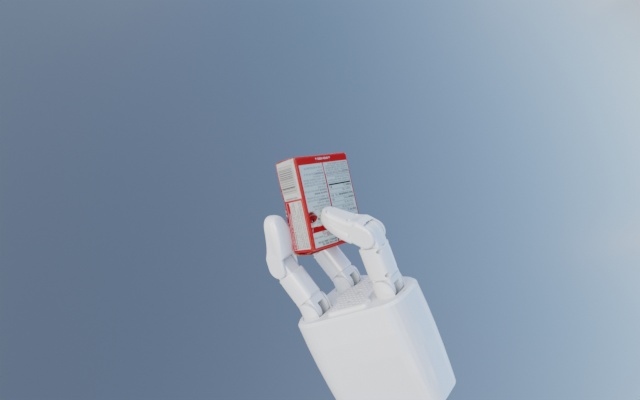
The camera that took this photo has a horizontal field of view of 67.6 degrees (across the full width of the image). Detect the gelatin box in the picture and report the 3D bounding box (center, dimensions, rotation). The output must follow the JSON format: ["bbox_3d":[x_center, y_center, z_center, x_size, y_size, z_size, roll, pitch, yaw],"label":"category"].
[{"bbox_3d":[0.000,0.001,0.456,0.030,0.089,0.073,-12,0,44],"label":"gelatin box"}]
